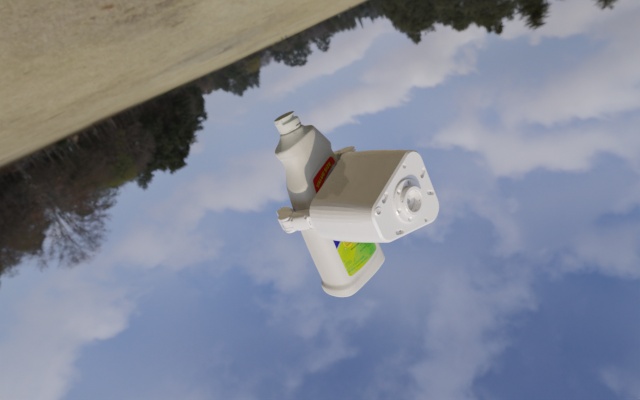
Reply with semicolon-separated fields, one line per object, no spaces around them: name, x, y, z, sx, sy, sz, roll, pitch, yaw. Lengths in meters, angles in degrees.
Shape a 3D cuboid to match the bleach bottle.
bleach bottle;0.000;0.002;0.648;0.102;0.251;0.068;-40;24;-32
